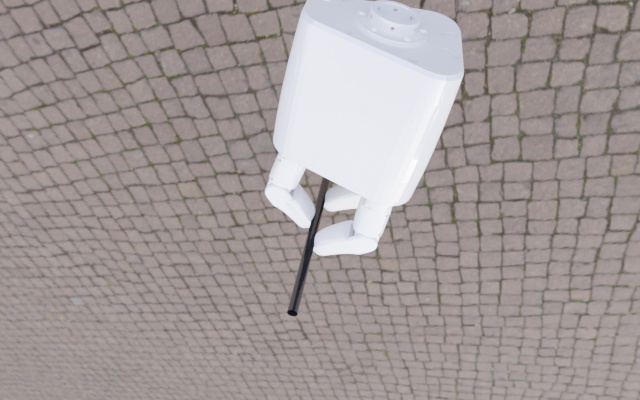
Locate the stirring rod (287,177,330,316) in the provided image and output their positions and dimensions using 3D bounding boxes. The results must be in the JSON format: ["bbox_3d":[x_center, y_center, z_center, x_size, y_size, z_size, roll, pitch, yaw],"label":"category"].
[{"bbox_3d":[0.000,0.001,0.437,0.011,0.011,0.239,0,43,14],"label":"stirring rod"}]
